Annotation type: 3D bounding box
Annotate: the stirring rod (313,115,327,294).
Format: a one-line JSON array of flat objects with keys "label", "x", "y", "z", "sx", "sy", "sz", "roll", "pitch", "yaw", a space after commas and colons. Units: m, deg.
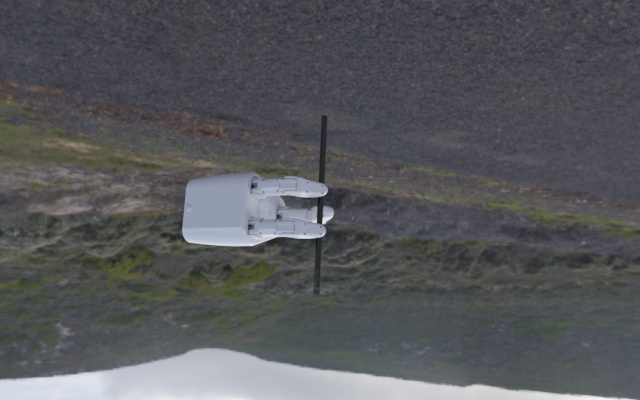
[{"label": "stirring rod", "x": 0.000, "y": 0.002, "z": 0.636, "sx": 0.011, "sy": 0.239, "sz": 0.011, "roll": 3, "pitch": -10, "yaw": 0}]
